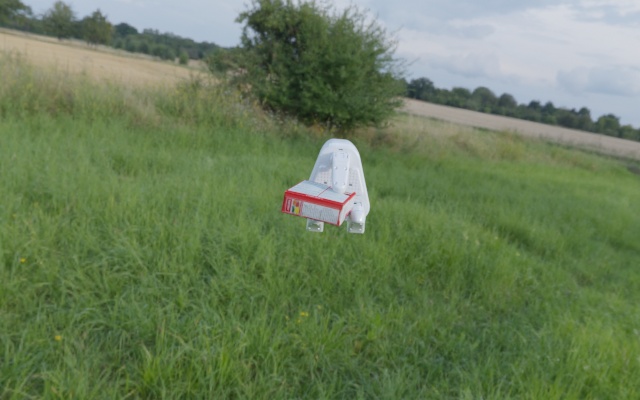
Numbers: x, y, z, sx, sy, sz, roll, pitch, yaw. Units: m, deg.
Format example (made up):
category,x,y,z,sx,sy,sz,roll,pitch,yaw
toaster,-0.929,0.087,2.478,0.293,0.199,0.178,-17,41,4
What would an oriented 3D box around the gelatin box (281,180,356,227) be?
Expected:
category,x,y,z,sx,sy,sz,roll,pitch,yaw
gelatin box,0.000,0.002,0.597,0.073,0.030,0.089,14,14,11
